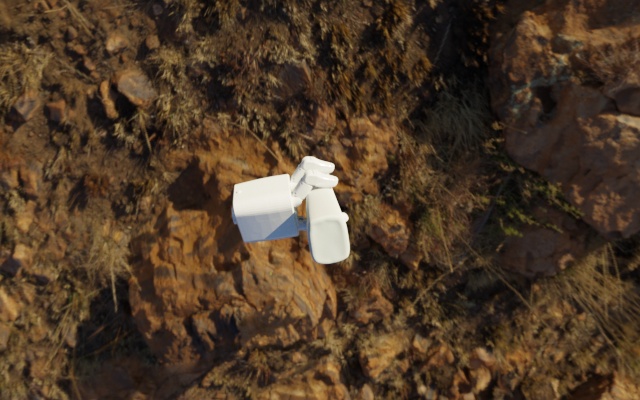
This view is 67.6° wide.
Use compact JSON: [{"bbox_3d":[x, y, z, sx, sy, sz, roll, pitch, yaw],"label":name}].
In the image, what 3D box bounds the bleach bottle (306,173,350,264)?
[{"bbox_3d":[0.000,0.003,0.896,0.068,0.103,0.250,-10,31,-2],"label":"bleach bottle"}]
